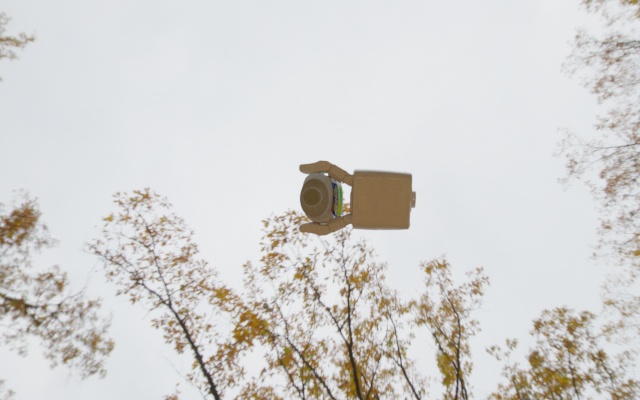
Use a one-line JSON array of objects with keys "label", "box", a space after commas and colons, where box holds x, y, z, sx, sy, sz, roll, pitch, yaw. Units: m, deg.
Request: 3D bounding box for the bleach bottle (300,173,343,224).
[{"label": "bleach bottle", "box": [0.000, 0.003, 0.889, 0.068, 0.102, 0.251, 3, 1, 7]}]
